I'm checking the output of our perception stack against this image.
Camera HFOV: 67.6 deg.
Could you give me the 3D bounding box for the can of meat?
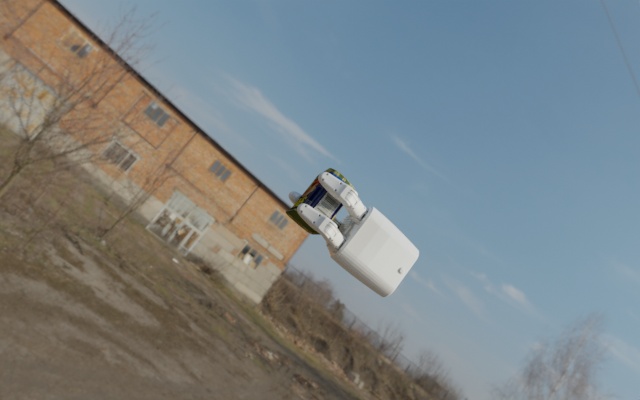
[{"bbox_3d":[0.000,0.002,0.727,0.057,0.084,0.102,41,-12,-8],"label":"can of meat"}]
